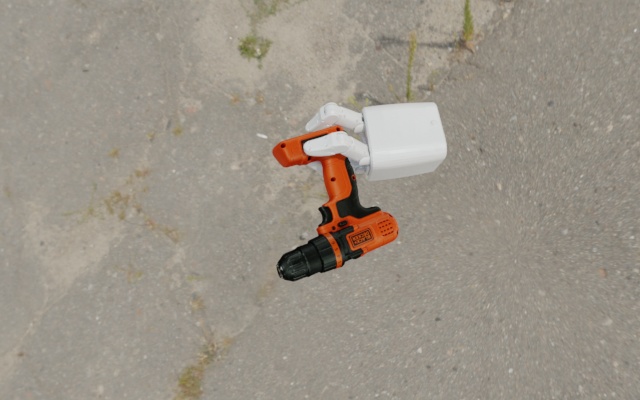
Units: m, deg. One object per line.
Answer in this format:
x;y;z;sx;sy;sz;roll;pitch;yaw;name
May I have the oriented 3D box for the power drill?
0.000;0.002;0.664;0.184;0.187;0.057;-20;-3;-22;power drill
